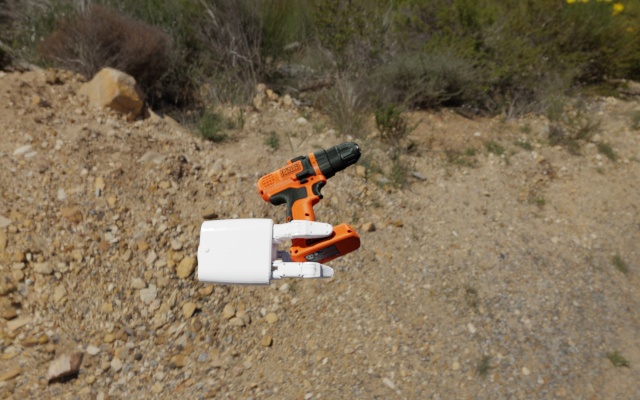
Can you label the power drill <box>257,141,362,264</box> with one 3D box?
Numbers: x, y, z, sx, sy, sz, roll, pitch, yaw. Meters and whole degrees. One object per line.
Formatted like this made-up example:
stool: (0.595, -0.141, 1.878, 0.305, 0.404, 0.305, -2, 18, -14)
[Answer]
power drill: (0.000, 0.003, 0.760, 0.184, 0.187, 0.057, -24, -38, 7)
